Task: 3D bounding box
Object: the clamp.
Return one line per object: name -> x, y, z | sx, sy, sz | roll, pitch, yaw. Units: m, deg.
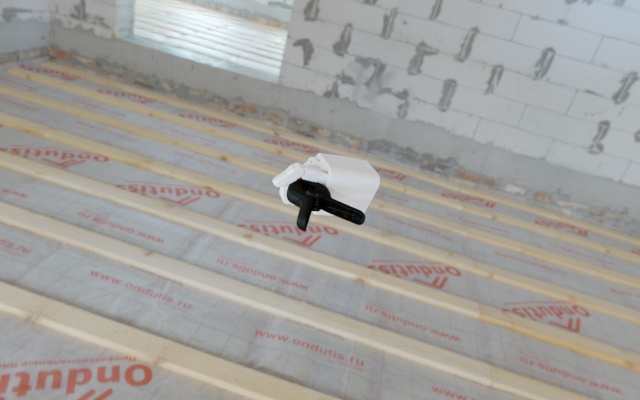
clamp -> 0.000, 0.003, 0.828 | 0.120, 0.039, 0.171 | 5, 28, -21
